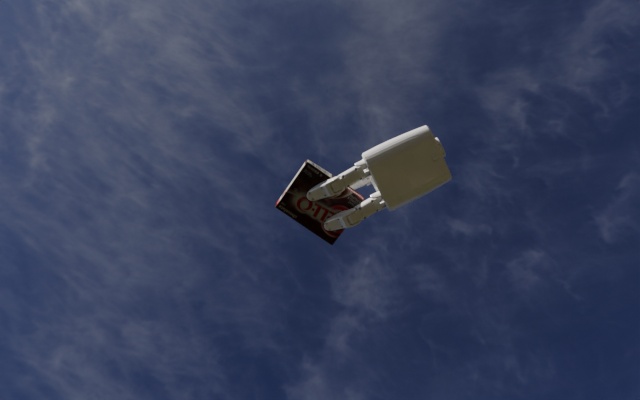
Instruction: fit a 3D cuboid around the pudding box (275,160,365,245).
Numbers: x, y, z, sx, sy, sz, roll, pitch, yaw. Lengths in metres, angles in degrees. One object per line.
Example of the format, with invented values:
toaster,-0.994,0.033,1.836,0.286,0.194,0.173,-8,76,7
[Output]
pudding box,0.000,0.002,0.753,0.113,0.090,0.039,35,13,-6
